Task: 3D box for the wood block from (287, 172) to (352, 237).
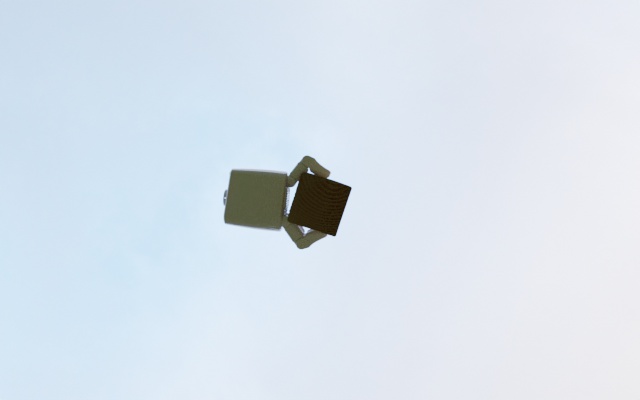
[{"bbox_3d":[0.000,0.003,0.893,0.090,0.091,0.206,18,2,0],"label":"wood block"}]
